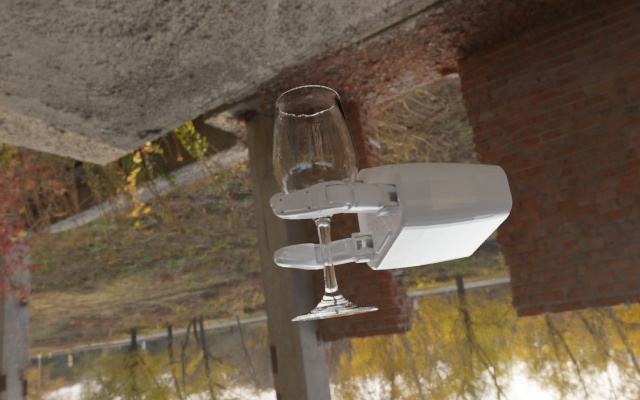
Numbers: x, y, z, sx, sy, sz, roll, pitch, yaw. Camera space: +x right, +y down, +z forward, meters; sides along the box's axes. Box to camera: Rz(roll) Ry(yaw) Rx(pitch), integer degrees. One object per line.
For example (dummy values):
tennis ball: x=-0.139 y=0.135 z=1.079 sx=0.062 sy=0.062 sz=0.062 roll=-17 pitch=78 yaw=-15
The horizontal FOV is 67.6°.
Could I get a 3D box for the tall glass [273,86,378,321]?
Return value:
tall glass: x=0.000 y=0.002 z=0.428 sx=0.079 sy=0.201 sz=0.079 roll=-7 pitch=-15 yaw=-2
